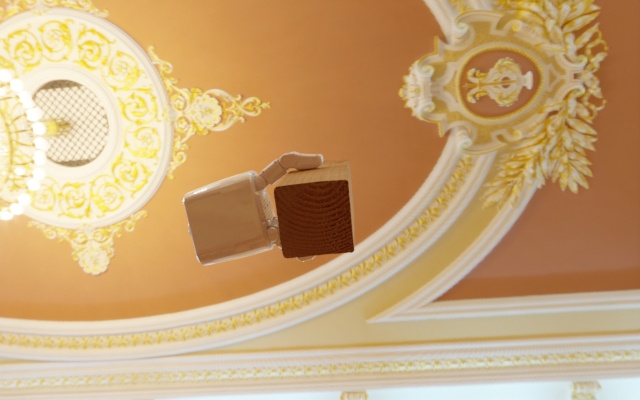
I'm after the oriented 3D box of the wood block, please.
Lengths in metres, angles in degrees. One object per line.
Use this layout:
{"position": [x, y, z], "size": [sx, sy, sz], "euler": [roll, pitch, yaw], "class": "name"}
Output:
{"position": [0.000, 0.002, 0.661], "size": [0.090, 0.091, 0.206], "euler": [-6, 12, 5], "class": "wood block"}
